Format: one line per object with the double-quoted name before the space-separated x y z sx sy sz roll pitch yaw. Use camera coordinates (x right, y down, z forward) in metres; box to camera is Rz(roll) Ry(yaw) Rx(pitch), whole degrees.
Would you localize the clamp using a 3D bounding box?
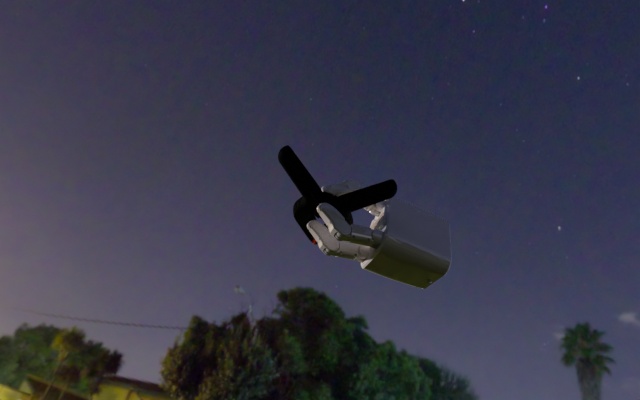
"clamp" 0.000 0.002 0.707 0.164 0.036 0.210 23 -33 -5
